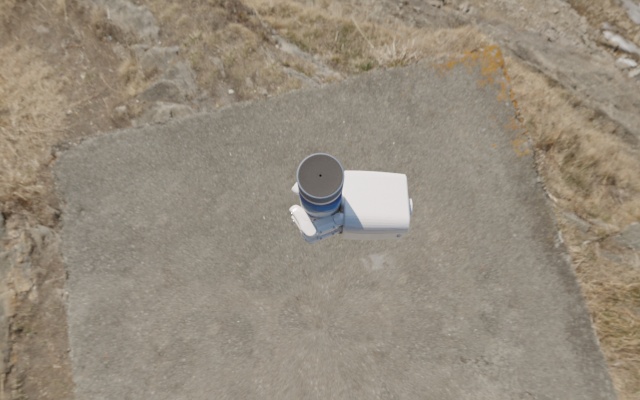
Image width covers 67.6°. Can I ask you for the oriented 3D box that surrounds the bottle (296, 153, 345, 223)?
[{"bbox_3d":[0.000,0.003,0.797,0.069,0.069,0.296,0,-15,0],"label":"bottle"}]
